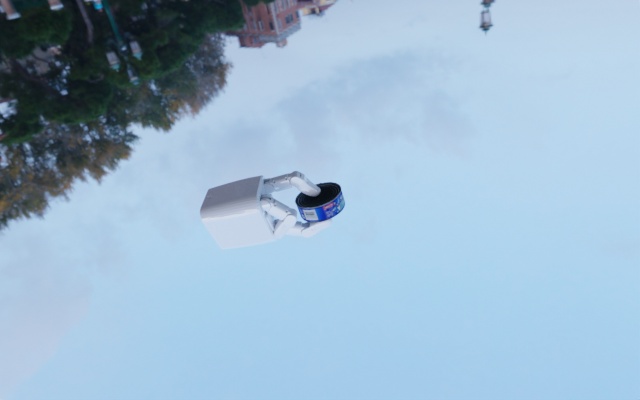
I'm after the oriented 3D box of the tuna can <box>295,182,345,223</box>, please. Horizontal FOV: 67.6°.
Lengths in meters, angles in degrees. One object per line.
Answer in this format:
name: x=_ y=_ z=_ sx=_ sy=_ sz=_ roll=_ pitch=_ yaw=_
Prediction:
tuna can: x=0.000 y=0.003 z=0.853 sx=0.086 sy=0.034 sz=0.086 roll=-15 pitch=28 yaw=8
